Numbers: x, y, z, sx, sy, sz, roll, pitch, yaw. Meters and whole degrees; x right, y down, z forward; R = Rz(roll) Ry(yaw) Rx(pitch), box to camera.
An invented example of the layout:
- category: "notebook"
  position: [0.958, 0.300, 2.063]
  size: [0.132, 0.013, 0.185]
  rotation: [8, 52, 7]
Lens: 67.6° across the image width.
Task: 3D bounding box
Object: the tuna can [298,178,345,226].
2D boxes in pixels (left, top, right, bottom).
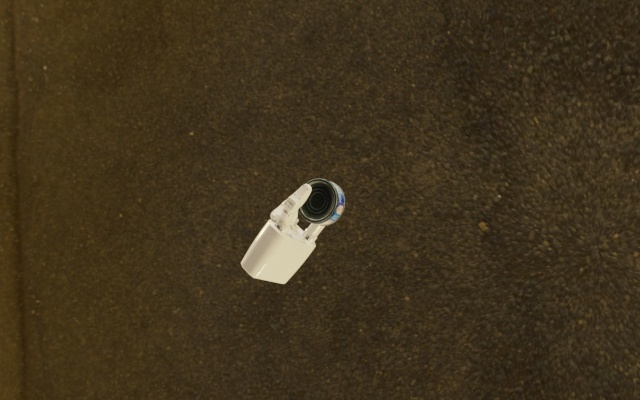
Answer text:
- category: "tuna can"
  position: [0.000, 0.003, 0.882]
  size: [0.086, 0.086, 0.034]
  rotation: [0, -10, 27]
